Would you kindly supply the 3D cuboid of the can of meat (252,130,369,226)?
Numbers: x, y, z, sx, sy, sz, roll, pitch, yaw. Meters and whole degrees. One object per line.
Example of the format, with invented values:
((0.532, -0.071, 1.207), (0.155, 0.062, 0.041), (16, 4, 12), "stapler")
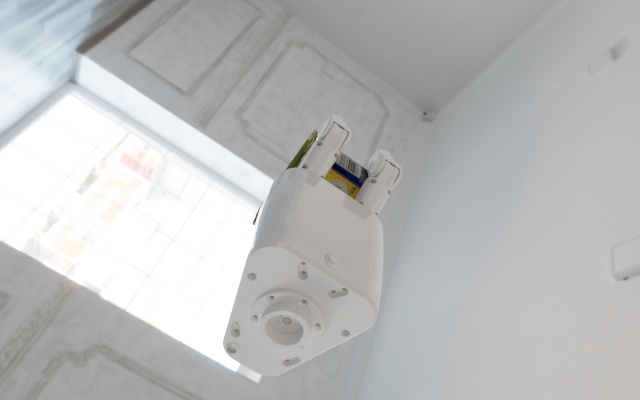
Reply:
((0.000, 0.002, 0.442), (0.084, 0.102, 0.057), (33, 22, -10), "can of meat")
